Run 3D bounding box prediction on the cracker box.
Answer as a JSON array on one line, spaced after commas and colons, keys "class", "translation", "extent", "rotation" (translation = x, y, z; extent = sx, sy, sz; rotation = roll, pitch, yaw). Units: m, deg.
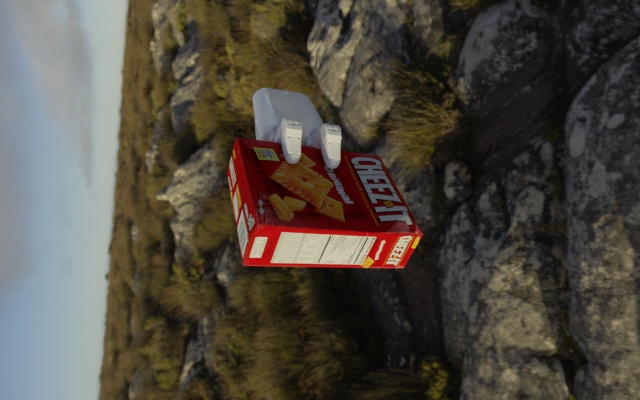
[{"class": "cracker box", "translation": [0.000, 0.002, 0.607], "extent": [0.214, 0.072, 0.164], "rotation": [4, 41, -23]}]
